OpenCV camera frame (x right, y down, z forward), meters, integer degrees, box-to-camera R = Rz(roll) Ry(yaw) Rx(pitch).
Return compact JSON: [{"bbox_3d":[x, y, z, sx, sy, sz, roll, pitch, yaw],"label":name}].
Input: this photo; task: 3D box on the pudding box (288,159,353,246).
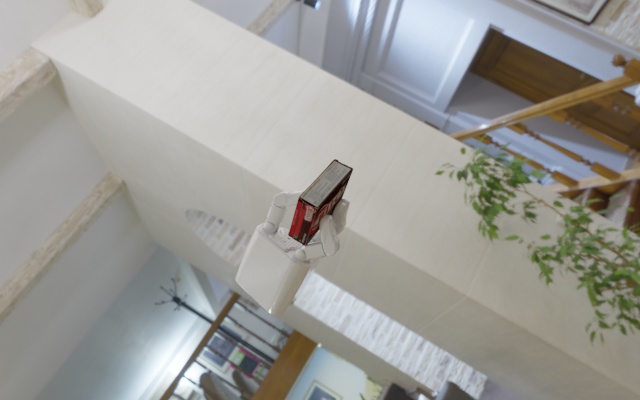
[{"bbox_3d":[0.000,0.002,0.730,0.039,0.090,0.113,30,47,10],"label":"pudding box"}]
